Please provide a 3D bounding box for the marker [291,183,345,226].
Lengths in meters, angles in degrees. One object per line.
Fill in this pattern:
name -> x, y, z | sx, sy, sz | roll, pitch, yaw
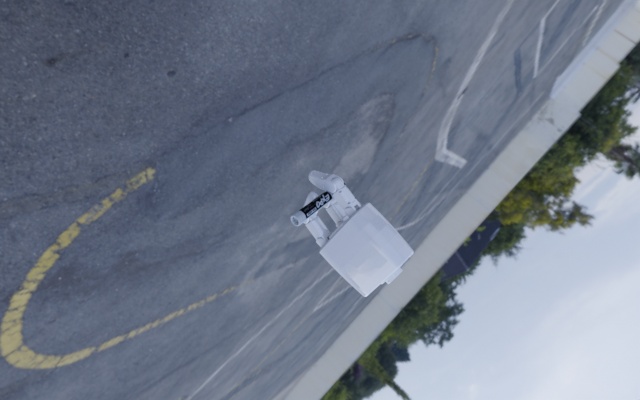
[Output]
marker -> 0.000, 0.002, 0.740 | 0.020, 0.020, 0.121 | 0, 27, 45
